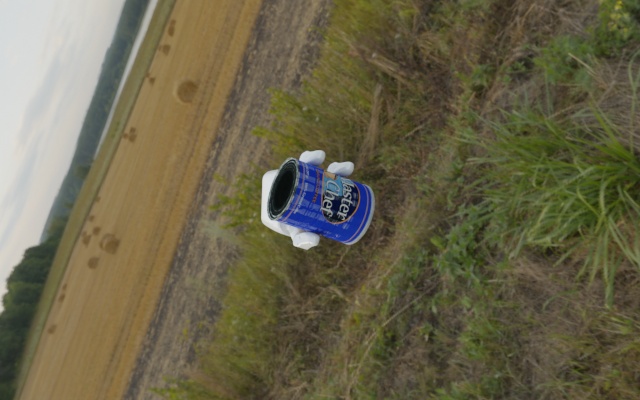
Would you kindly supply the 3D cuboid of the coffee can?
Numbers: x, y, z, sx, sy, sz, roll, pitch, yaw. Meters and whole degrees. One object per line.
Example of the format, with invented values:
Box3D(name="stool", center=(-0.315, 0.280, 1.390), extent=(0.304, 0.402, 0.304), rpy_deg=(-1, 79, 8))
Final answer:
Box3D(name="coffee can", center=(0.000, 0.003, 0.758), extent=(0.140, 0.103, 0.103), rpy_deg=(19, -9, -25))
